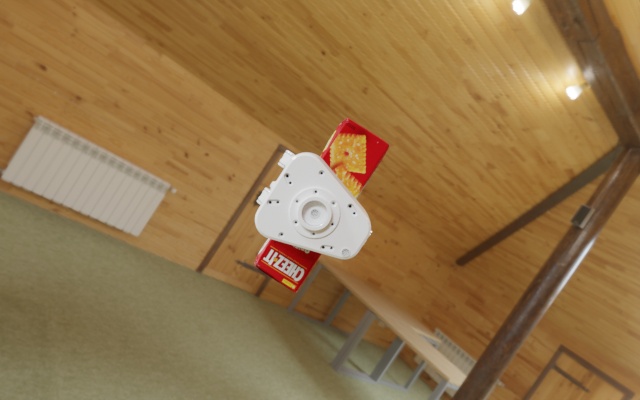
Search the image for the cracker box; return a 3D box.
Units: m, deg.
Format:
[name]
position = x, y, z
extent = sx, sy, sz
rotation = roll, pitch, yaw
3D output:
[cracker box]
position = 0.000, 0.002, 0.651
extent = 0.072, 0.214, 0.164
rotation = 33, 2, -1
